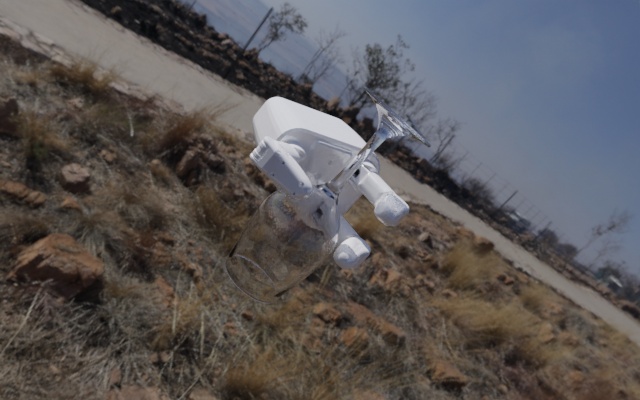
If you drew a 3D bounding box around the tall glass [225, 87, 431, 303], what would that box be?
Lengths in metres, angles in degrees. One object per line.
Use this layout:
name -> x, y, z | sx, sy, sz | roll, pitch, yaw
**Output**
tall glass -> 0.001, 0.001, 0.422 | 0.079, 0.201, 0.079 | 39, 14, -12
